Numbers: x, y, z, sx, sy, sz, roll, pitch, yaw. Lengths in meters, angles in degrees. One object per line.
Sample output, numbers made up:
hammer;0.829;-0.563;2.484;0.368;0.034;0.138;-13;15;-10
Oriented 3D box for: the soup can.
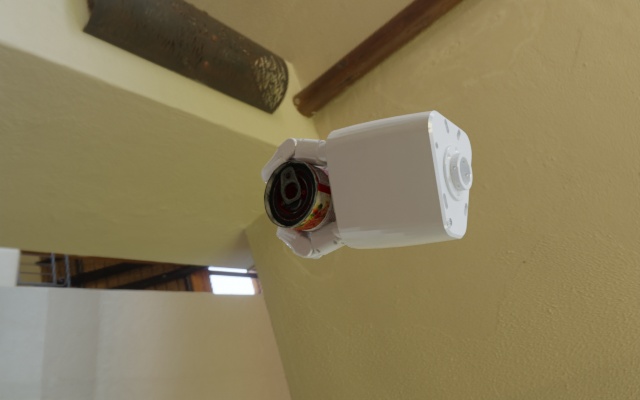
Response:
soup can;0.000;0.002;0.504;0.068;0.068;0.102;0;-10;38
